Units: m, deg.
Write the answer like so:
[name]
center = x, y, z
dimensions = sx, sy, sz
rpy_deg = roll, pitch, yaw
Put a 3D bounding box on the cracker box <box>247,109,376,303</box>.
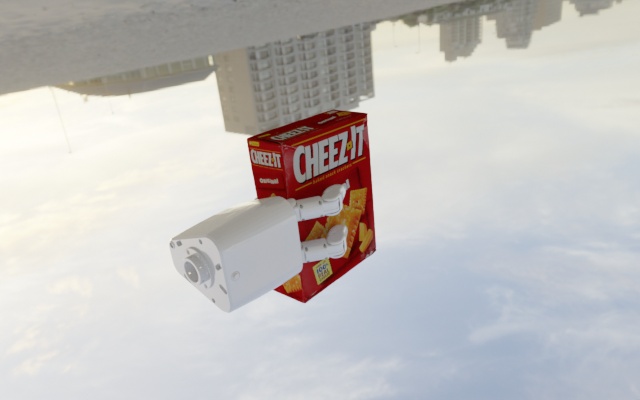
[cracker box]
center = 0.000, 0.002, 0.637
dimensions = 0.072, 0.214, 0.164
rpy_deg = 14, 29, 40
